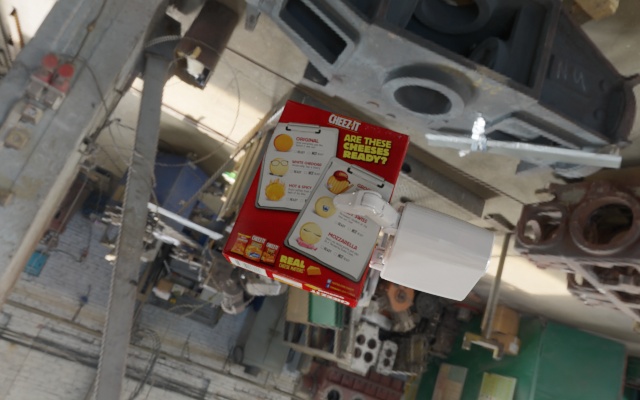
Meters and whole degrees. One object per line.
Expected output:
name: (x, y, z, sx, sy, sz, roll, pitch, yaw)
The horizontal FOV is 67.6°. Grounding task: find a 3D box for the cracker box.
cracker box: (0.000, 0.002, 0.588, 0.164, 0.213, 0.072, 18, -19, 6)
